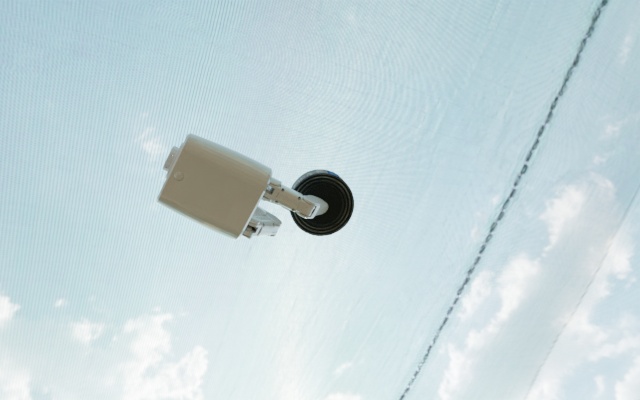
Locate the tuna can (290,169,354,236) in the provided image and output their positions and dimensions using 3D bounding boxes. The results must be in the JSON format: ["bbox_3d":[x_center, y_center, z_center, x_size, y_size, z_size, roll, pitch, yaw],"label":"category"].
[{"bbox_3d":[0.000,0.002,0.640,0.086,0.086,0.033,0,16,-7],"label":"tuna can"}]
